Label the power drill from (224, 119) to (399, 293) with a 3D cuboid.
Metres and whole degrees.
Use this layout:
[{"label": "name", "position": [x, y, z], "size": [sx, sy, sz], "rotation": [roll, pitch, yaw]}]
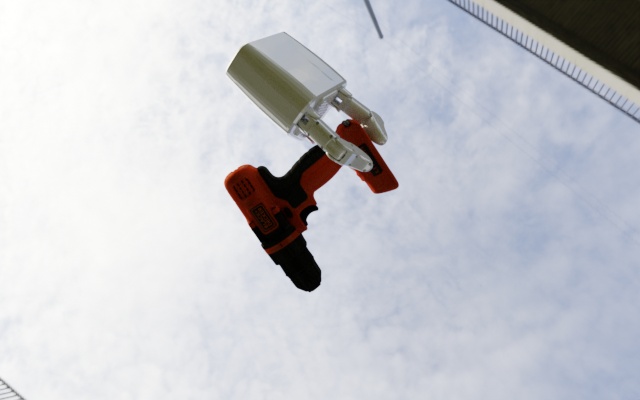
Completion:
[{"label": "power drill", "position": [0.000, 0.001, 0.598], "size": [0.187, 0.184, 0.057], "rotation": [-33, 12, 2]}]
